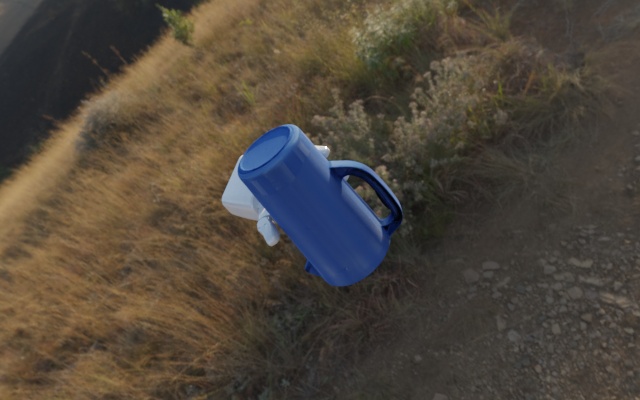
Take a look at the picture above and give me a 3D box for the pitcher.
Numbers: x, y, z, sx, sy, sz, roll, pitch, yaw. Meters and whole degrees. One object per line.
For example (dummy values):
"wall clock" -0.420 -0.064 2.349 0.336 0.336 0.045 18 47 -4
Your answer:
"pitcher" 0.000 0.002 0.710 0.145 0.149 0.243 7 -35 51
